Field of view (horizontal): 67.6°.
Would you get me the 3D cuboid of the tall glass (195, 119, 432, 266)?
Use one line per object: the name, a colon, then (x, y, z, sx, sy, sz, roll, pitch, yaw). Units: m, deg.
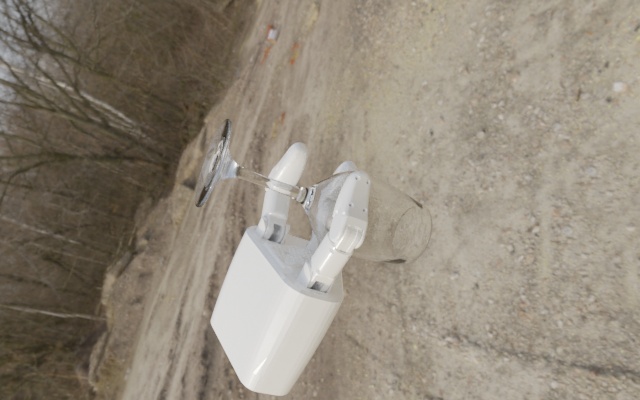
tall glass: (0.000, 0.001, 0.416, 0.201, 0.079, 0.079, 20, -8, -23)
